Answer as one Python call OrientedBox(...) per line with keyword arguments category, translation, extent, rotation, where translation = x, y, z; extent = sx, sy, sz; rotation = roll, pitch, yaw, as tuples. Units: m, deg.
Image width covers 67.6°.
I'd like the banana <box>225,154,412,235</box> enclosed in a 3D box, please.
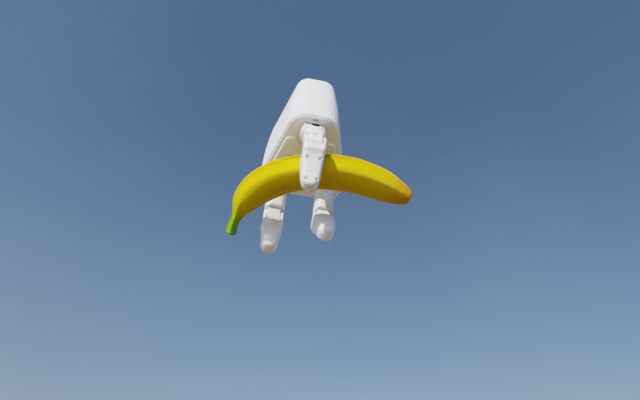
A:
OrientedBox(category="banana", translation=(-0.007, -0.015, 0.497), extent=(0.198, 0.070, 0.037), rotation=(-10, 15, 4))
